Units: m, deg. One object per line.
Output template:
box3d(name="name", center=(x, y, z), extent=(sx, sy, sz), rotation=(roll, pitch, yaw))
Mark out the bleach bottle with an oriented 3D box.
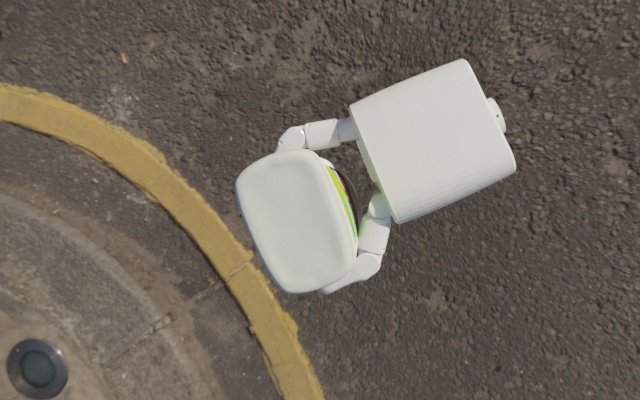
box3d(name="bleach bottle", center=(0.000, 0.002, 0.444), extent=(0.068, 0.102, 0.251), rotation=(-21, 4, 10))
